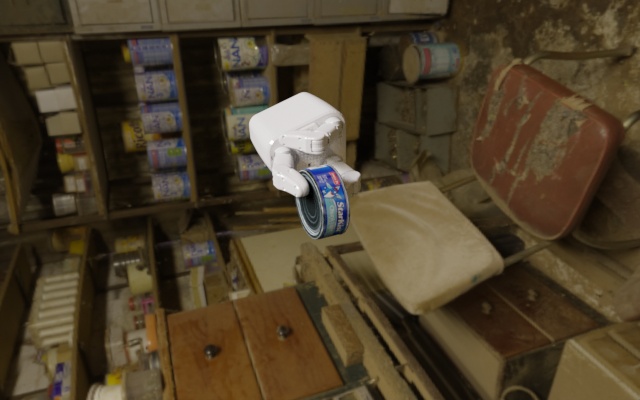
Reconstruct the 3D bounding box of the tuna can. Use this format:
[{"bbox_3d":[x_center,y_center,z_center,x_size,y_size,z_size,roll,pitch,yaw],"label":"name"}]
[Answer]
[{"bbox_3d":[0.000,0.002,0.561,0.034,0.086,0.086,-12,5,-22],"label":"tuna can"}]
